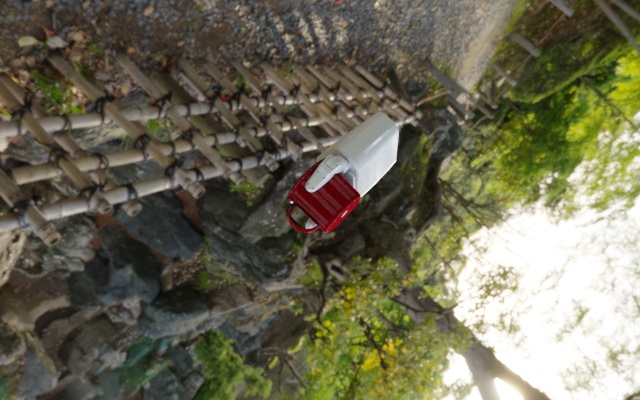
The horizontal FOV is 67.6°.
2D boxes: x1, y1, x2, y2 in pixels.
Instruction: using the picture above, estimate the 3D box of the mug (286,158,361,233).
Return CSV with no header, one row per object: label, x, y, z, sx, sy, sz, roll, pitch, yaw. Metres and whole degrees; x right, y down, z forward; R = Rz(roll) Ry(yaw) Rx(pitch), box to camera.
mug,-0.001,0.003,0.738,0.117,0.081,0.093,-42,-10,-20
